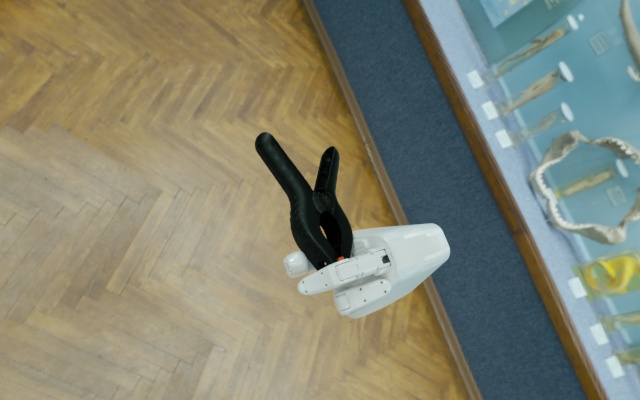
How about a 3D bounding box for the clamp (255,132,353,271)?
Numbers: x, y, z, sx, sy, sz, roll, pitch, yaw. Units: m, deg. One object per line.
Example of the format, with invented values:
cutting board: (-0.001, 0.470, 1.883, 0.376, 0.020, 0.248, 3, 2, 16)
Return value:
clamp: (0.000, 0.002, 0.530, 0.120, 0.171, 0.039, -9, -16, -43)
